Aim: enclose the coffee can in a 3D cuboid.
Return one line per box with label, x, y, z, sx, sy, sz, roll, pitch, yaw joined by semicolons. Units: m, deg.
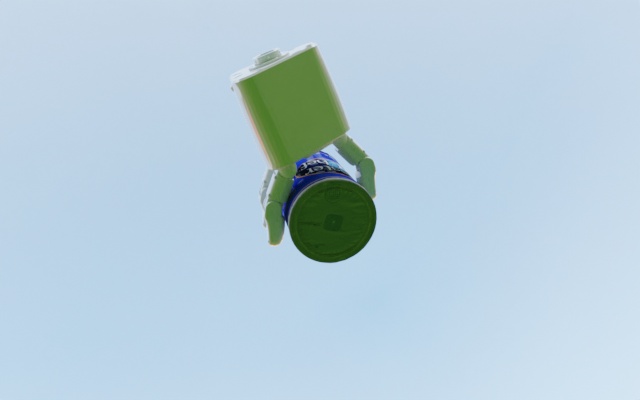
coffee can;0.000;0.002;0.601;0.103;0.103;0.140;0;19;-13
